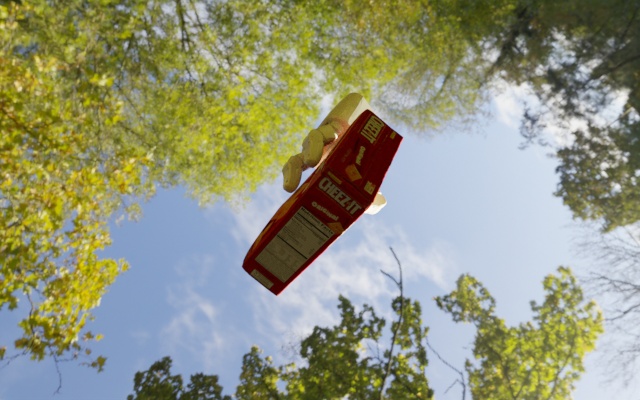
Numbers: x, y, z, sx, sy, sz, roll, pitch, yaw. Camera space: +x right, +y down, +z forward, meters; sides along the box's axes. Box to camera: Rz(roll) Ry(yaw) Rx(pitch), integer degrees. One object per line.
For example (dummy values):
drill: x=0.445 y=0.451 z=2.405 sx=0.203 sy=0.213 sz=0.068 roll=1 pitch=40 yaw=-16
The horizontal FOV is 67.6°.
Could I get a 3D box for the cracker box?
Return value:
cracker box: x=0.000 y=0.002 z=0.616 sx=0.214 sy=0.072 sz=0.164 roll=-48 pitch=6 yaw=38
